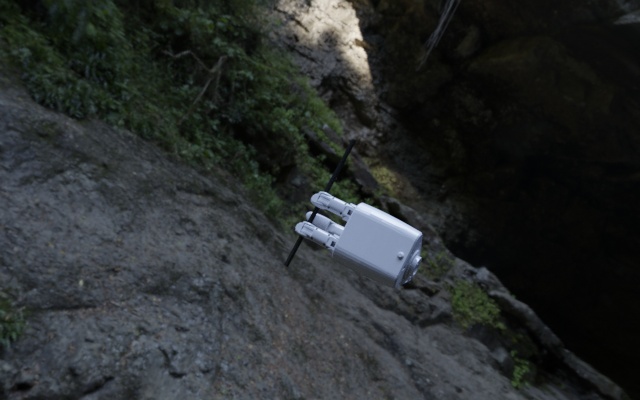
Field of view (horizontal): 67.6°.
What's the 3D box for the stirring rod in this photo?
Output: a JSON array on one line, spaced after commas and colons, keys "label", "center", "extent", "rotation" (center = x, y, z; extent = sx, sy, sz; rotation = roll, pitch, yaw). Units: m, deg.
[{"label": "stirring rod", "center": [0.000, 0.003, 0.798], "extent": [0.011, 0.239, 0.011], "rotation": [28, -7, 4]}]
